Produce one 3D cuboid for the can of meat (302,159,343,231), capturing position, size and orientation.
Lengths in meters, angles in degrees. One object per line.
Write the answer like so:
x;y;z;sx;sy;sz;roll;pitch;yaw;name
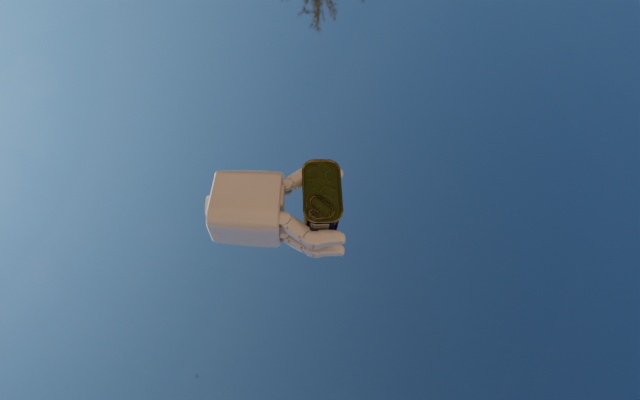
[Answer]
0.000;0.002;0.722;0.057;0.102;0.084;-1;-26;-4;can of meat
